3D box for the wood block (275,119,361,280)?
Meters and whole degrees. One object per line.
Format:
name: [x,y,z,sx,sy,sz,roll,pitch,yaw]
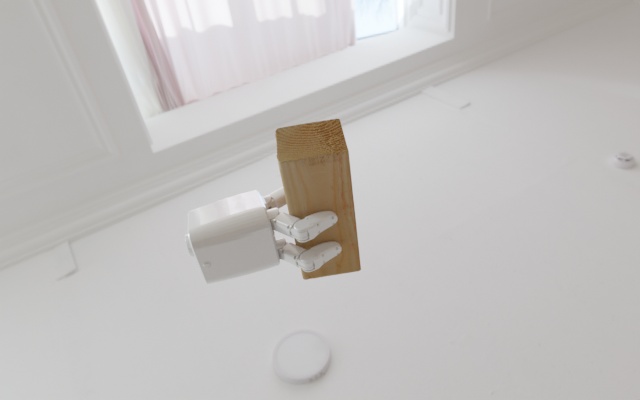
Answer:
wood block: [0.000,0.002,0.671,0.090,0.206,0.090,-9,37,-1]
